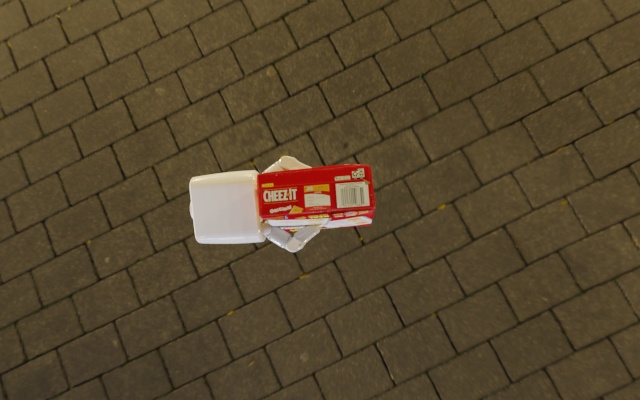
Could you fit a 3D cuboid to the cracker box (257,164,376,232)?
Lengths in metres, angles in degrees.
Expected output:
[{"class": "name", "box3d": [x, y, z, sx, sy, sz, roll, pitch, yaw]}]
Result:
[{"class": "cracker box", "box3d": [0.000, 0.003, 0.762, 0.164, 0.072, 0.214, -5, -9, 4]}]
